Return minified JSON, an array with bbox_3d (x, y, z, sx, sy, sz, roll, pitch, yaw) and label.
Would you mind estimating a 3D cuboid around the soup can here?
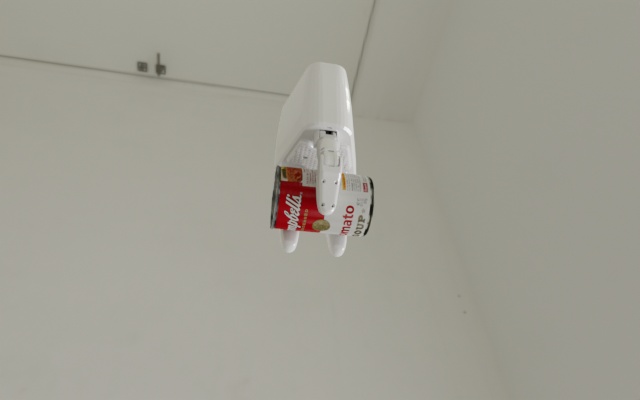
[{"bbox_3d":[0.000,0.002,0.513,0.102,0.068,0.068,6,-1,-9],"label":"soup can"}]
